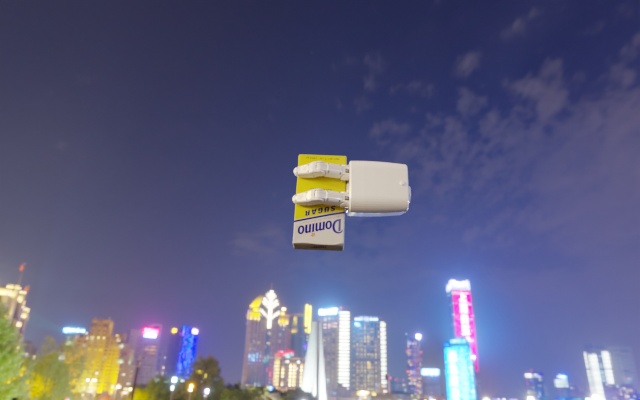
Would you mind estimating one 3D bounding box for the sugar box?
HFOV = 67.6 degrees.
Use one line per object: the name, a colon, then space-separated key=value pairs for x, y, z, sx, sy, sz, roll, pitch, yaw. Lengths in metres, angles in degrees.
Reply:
sugar box: x=0.000 y=0.003 z=0.885 sx=0.093 sy=0.176 sz=0.048 roll=1 pitch=-23 yaw=2
